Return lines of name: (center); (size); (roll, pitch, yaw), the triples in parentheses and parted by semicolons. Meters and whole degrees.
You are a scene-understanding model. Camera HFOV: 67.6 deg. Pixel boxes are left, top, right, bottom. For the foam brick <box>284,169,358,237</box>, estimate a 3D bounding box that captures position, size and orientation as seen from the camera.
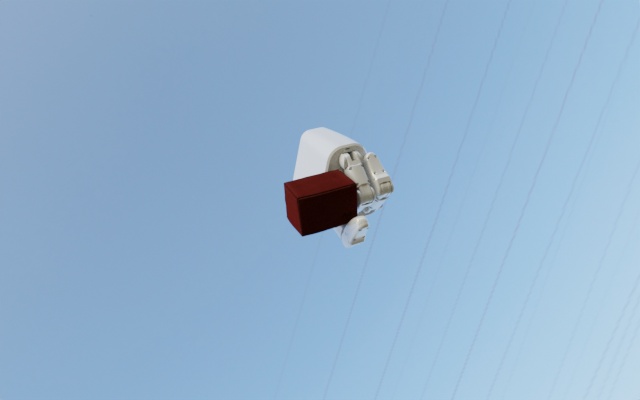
foam brick: (0.000, 0.002, 0.583); (0.078, 0.053, 0.051); (-15, 30, -21)
